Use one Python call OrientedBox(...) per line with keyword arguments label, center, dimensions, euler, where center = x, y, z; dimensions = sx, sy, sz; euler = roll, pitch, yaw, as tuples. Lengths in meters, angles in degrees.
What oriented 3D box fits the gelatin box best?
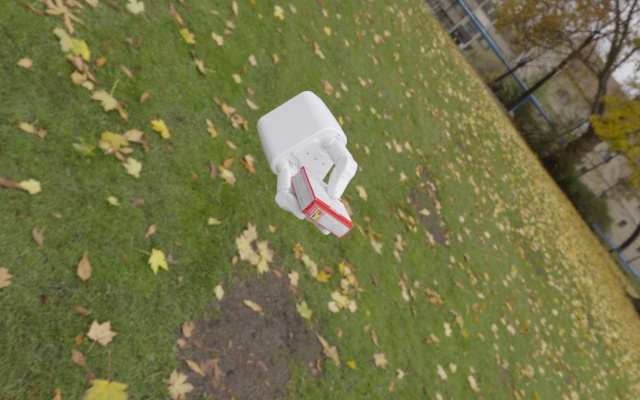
OrientedBox(label="gelatin box", center=(0.001, 0.002, 0.649), dimensions=(0.073, 0.030, 0.089), euler=(36, 17, -32))
